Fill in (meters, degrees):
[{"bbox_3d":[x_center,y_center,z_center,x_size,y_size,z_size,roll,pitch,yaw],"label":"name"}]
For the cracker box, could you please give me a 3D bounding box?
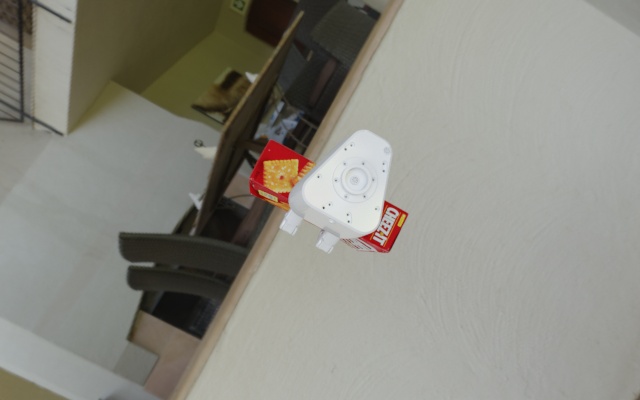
[{"bbox_3d":[0.000,0.002,0.709,0.214,0.072,0.164,29,-8,-6],"label":"cracker box"}]
